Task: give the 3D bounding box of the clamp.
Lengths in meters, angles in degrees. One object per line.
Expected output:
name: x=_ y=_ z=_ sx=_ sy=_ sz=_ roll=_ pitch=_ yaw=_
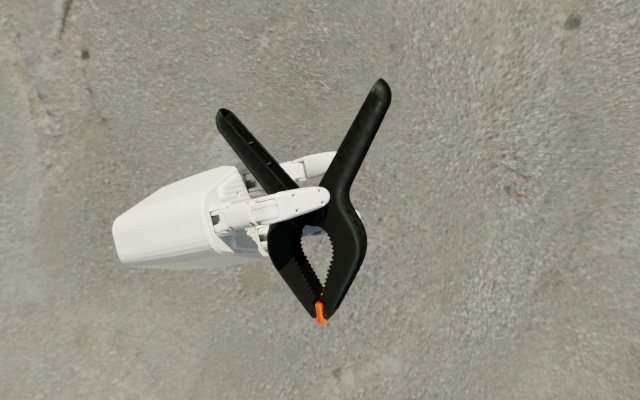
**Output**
clamp: x=0.000 y=0.002 z=0.418 sx=0.164 sy=0.210 sz=0.036 roll=-12 pitch=3 yaw=24
